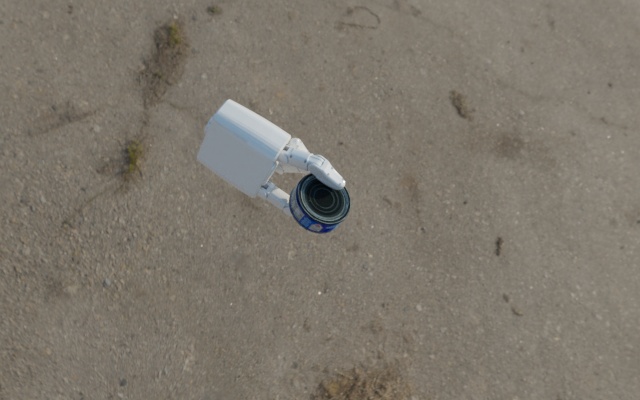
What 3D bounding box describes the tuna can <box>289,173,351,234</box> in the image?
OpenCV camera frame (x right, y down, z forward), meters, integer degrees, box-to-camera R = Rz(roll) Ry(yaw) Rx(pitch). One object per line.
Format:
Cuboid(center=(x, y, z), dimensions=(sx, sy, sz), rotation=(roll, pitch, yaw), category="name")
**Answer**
Cuboid(center=(0.000, 0.002, 0.688), dimensions=(0.086, 0.086, 0.034), rotation=(0, -26, -26), category="tuna can")
